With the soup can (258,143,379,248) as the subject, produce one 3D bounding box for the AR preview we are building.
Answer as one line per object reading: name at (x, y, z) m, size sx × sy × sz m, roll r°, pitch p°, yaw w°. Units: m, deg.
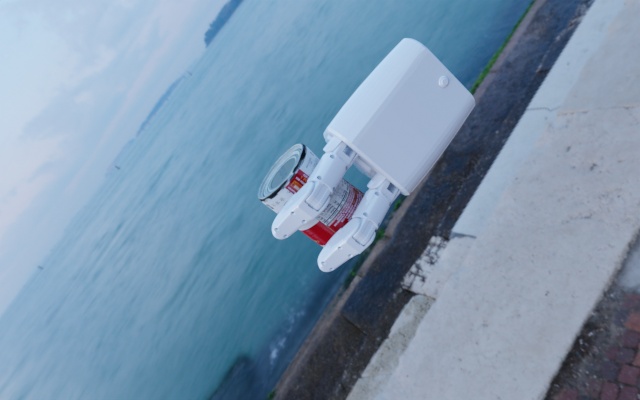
soup can at (0.000, 0.002, 0.457) m, size 0.102 × 0.068 × 0.068 m, roll 38°, pitch -16°, yaw -21°
